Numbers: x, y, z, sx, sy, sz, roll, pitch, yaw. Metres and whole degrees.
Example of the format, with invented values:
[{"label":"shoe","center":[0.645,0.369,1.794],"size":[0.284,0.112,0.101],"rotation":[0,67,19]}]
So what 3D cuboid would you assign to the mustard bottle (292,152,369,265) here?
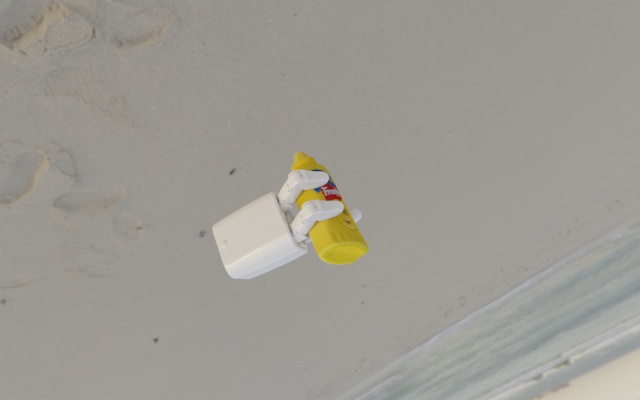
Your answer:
[{"label":"mustard bottle","center":[0.000,0.002,0.724],"size":[0.058,0.191,0.096],"rotation":[-41,-33,25]}]
